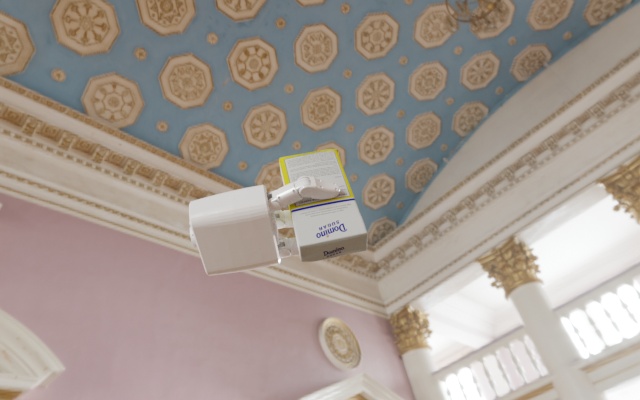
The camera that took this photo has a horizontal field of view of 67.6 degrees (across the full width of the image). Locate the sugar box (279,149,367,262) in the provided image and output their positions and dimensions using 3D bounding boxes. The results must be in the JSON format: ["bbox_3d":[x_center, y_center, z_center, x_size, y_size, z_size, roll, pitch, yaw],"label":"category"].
[{"bbox_3d":[0.000,0.003,0.683,0.093,0.176,0.048,-10,-41,-5],"label":"sugar box"}]
